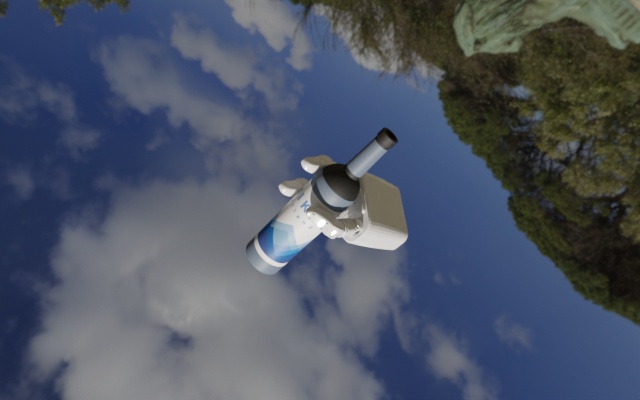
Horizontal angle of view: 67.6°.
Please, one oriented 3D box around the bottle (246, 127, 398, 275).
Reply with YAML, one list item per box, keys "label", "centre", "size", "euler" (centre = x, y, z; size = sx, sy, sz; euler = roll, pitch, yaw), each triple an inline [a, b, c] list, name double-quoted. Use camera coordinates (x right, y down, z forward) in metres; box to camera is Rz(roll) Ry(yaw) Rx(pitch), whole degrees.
- label: "bottle"
  centre: [0.000, 0.002, 0.704]
  size: [0.296, 0.069, 0.069]
  euler: [-44, -24, 28]
